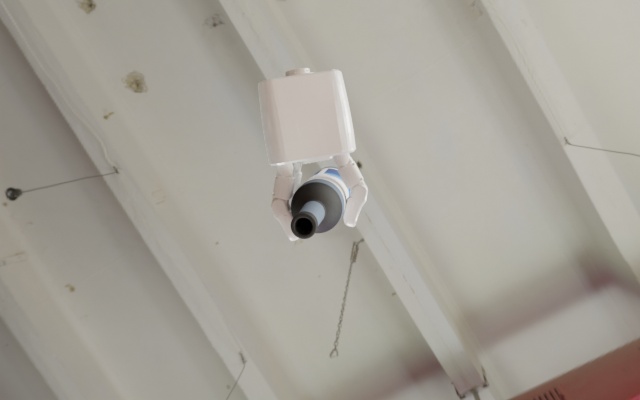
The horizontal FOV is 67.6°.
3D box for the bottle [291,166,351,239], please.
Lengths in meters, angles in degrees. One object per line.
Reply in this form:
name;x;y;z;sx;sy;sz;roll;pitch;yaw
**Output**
bottle;0.000;0.002;0.634;0.069;0.069;0.295;0;10;7
